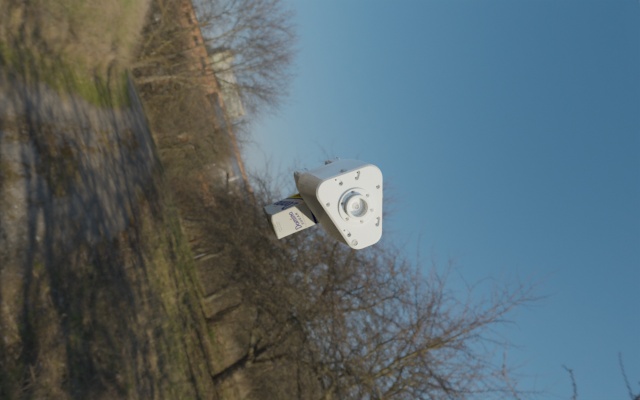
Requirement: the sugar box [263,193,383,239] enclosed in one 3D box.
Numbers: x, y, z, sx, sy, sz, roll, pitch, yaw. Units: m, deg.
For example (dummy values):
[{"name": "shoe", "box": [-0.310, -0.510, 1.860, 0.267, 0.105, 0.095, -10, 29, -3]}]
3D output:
[{"name": "sugar box", "box": [0.000, 0.002, 0.760, 0.176, 0.048, 0.093, -19, 11, -11]}]
